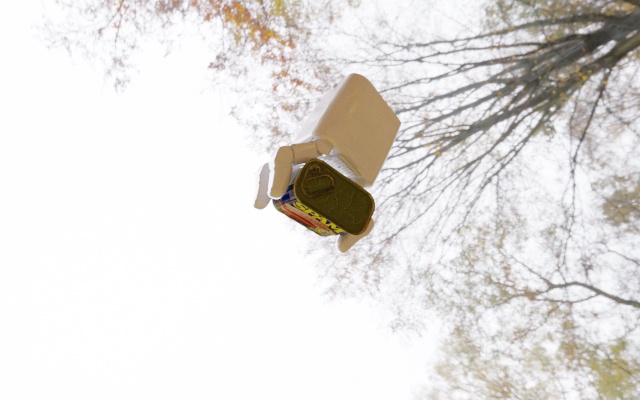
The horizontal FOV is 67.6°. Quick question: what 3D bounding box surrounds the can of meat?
[{"bbox_3d":[0.000,0.002,0.575,0.102,0.057,0.084,33,-20,-18],"label":"can of meat"}]
